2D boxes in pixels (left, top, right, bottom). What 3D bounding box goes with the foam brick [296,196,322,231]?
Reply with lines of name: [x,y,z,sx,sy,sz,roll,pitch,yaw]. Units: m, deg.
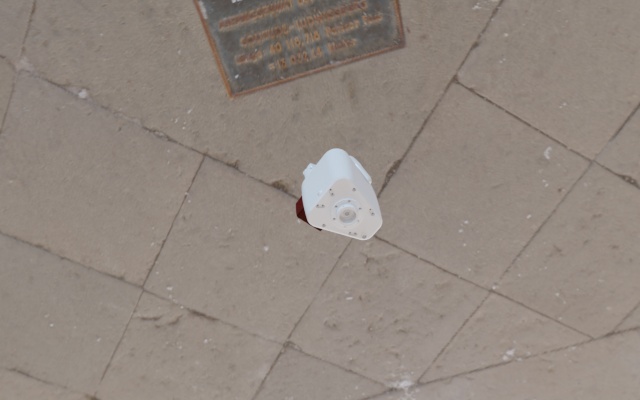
foam brick: [0.000,0.003,0.822,0.053,0.078,0.051,33,20,-20]
